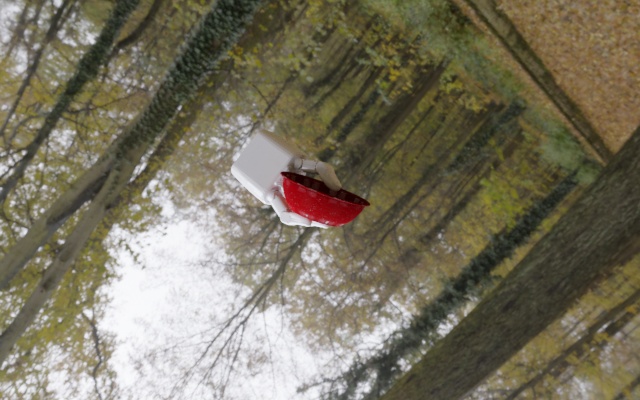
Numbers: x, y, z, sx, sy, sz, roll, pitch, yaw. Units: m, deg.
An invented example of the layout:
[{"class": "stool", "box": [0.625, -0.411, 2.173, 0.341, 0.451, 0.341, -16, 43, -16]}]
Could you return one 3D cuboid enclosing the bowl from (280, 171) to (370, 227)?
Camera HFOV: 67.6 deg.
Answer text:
[{"class": "bowl", "box": [0.001, 0.004, 0.811, 0.162, 0.055, 0.162, 19, 8, -3]}]
